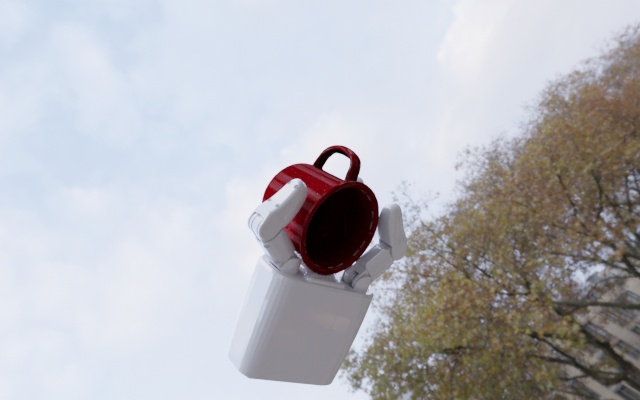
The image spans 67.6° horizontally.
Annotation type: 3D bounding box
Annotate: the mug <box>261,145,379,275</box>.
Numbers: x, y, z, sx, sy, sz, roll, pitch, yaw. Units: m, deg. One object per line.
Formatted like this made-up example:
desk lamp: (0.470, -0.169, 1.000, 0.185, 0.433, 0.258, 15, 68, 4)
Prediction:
mug: (0.000, 0.000, 0.462, 0.093, 0.117, 0.081, 13, 12, -43)
